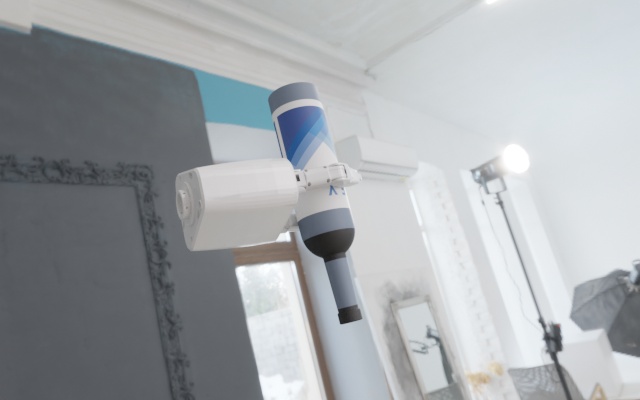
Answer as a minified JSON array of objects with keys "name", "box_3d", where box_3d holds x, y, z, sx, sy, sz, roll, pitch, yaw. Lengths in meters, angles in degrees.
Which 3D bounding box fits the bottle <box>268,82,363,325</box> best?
[{"name":"bottle","box_3d":[0.000,0.002,0.586,0.069,0.295,0.069,-14,-13,-3]}]
